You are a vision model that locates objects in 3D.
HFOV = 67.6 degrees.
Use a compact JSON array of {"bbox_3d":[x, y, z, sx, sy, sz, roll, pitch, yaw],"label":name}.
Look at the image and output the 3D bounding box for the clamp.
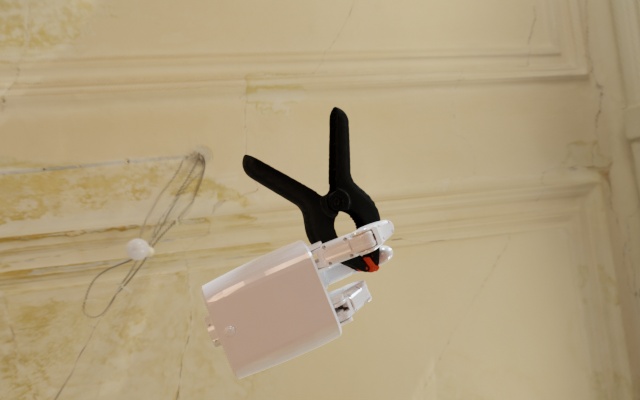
[{"bbox_3d":[0.000,0.002,0.482,0.120,0.171,0.039,-22,-1,-12],"label":"clamp"}]
